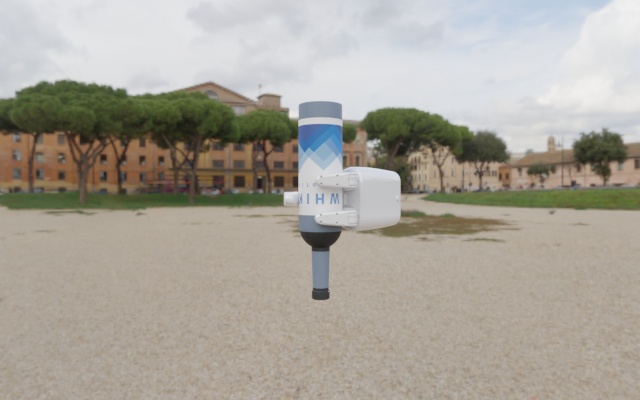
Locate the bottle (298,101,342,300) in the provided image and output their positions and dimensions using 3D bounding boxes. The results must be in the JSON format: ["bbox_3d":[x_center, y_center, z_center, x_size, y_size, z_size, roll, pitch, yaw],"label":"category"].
[{"bbox_3d":[0.000,0.002,0.726,0.069,0.295,0.069,0,1,0],"label":"bottle"}]
